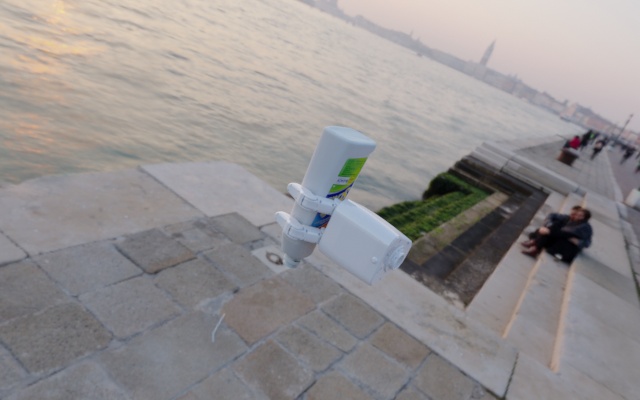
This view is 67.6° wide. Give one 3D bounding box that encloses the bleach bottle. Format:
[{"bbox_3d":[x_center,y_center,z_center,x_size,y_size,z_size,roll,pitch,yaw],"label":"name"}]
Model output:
[{"bbox_3d":[0.000,0.003,0.799,0.068,0.251,0.102,35,23,27],"label":"bleach bottle"}]
